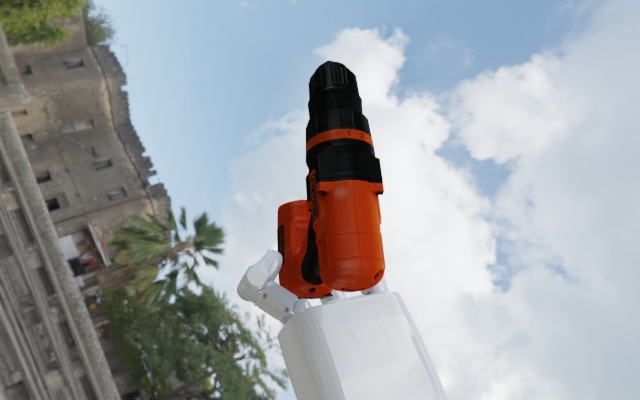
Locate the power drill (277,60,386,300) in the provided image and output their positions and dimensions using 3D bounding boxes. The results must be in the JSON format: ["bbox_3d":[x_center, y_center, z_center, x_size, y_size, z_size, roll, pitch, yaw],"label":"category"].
[{"bbox_3d":[0.000,0.002,0.417,0.057,0.184,0.188,2,-23,-11],"label":"power drill"}]
